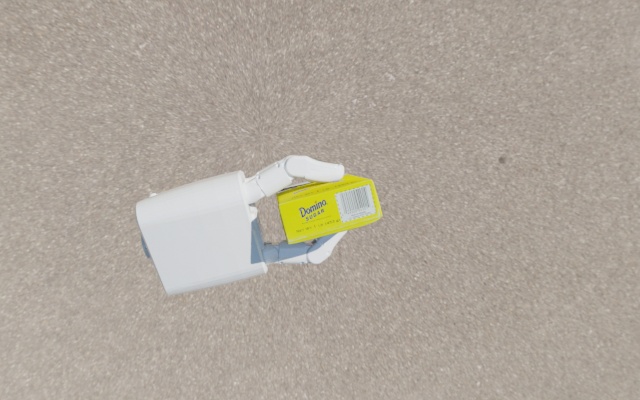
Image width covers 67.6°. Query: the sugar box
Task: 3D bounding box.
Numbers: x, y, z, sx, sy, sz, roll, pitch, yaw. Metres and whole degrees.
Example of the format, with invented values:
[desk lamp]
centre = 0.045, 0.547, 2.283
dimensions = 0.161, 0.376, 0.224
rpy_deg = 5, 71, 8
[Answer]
[sugar box]
centre = 0.000, 0.001, 0.521
dimensions = 0.093, 0.048, 0.176
rpy_deg = -14, 9, -5
